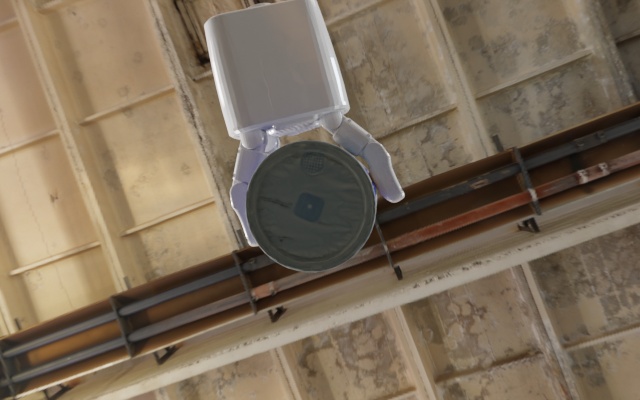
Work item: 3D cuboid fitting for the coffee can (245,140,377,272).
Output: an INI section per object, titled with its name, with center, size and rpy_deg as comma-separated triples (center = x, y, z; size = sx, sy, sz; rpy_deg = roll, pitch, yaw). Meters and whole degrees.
[coffee can]
center = 0.000, 0.002, 0.436
size = 0.103, 0.103, 0.140
rpy_deg = 0, 3, 7
